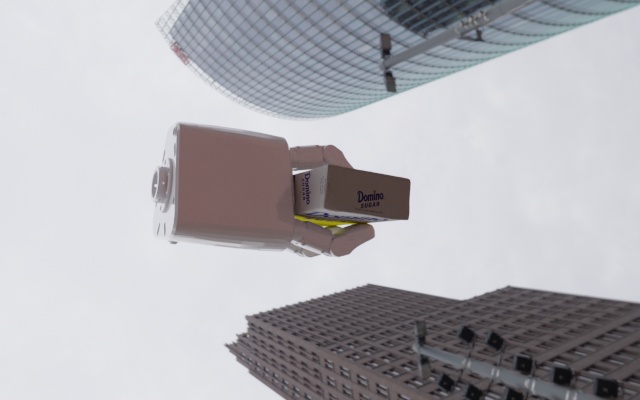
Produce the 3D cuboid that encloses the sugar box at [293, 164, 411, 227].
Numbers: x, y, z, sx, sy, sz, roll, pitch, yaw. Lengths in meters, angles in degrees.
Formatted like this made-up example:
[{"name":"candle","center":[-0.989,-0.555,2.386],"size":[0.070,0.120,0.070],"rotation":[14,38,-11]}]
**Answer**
[{"name":"sugar box","center":[0.000,0.002,0.491],"size":[0.093,0.048,0.176],"rotation":[8,-7,-29]}]
